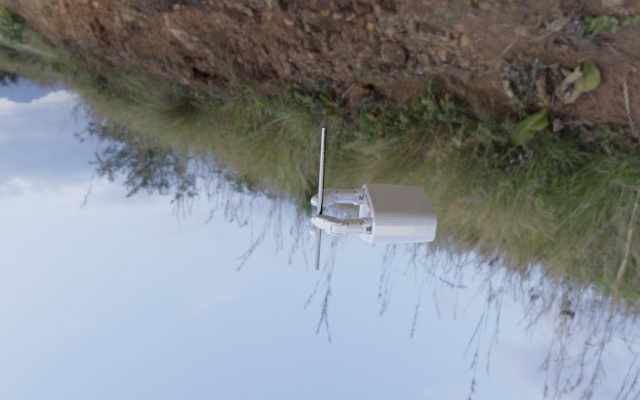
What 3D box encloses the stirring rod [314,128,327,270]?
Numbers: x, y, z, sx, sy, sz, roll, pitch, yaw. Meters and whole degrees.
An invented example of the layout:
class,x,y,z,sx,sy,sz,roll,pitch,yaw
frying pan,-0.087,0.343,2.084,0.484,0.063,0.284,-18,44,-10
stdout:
class,x,y,z,sx,sy,sz,roll,pitch,yaw
stirring rod,0.000,0.002,0.773,0.011,0.240,0.011,3,18,-1
